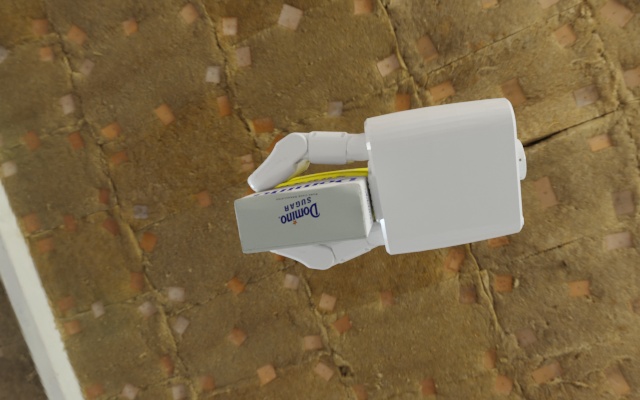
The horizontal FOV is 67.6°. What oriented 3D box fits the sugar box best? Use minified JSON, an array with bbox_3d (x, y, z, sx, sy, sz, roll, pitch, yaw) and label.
[{"bbox_3d":[0.000,0.001,0.413,0.093,0.048,0.176,-8,4,10],"label":"sugar box"}]
